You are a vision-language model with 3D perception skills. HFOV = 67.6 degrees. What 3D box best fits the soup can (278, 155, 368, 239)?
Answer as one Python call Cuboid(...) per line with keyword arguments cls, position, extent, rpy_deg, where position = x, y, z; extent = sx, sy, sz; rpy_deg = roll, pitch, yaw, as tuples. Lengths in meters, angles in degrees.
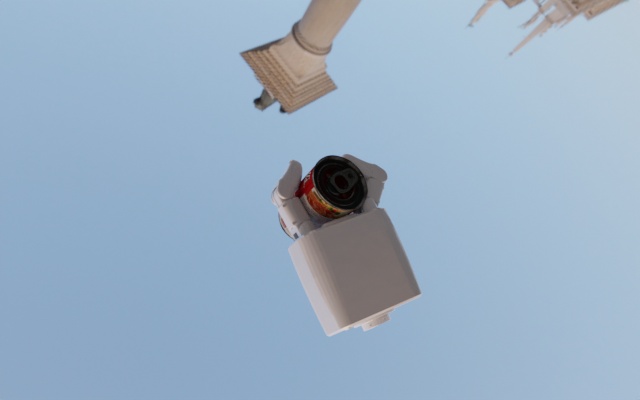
Cuboid(cls="soup can", position=(0.000, 0.002, 0.557), extent=(0.068, 0.068, 0.102), rpy_deg=(0, -26, -30))
